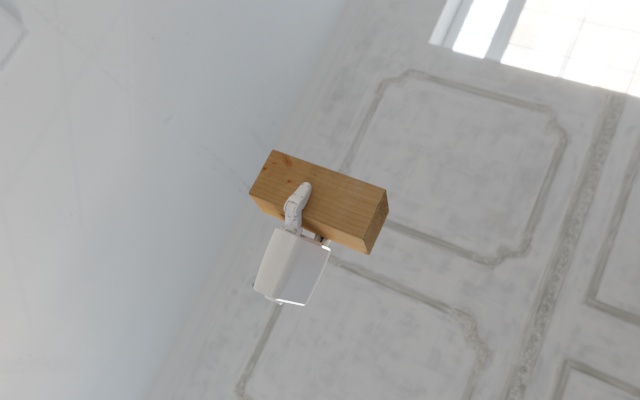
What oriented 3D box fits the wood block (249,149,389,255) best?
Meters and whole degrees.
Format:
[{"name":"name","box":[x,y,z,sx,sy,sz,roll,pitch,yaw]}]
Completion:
[{"name":"wood block","box":[0.000,0.003,0.791,0.206,0.090,0.091,21,-18,19]}]
